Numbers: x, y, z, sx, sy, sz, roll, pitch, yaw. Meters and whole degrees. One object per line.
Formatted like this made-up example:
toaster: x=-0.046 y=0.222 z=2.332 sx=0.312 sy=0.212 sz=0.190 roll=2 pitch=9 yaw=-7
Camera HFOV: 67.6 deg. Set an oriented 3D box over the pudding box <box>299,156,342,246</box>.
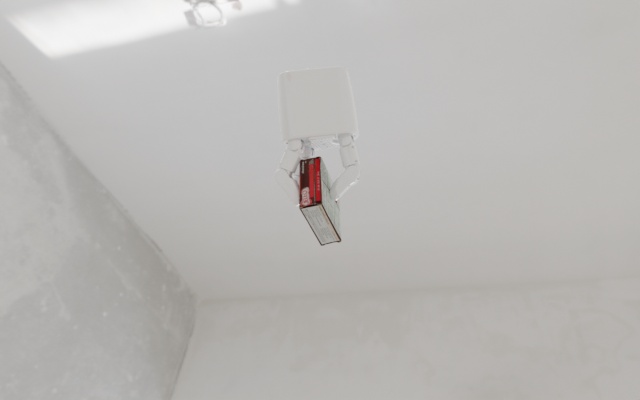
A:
pudding box: x=0.000 y=0.002 z=0.726 sx=0.039 sy=0.090 sz=0.114 roll=-11 pitch=-37 yaw=15
